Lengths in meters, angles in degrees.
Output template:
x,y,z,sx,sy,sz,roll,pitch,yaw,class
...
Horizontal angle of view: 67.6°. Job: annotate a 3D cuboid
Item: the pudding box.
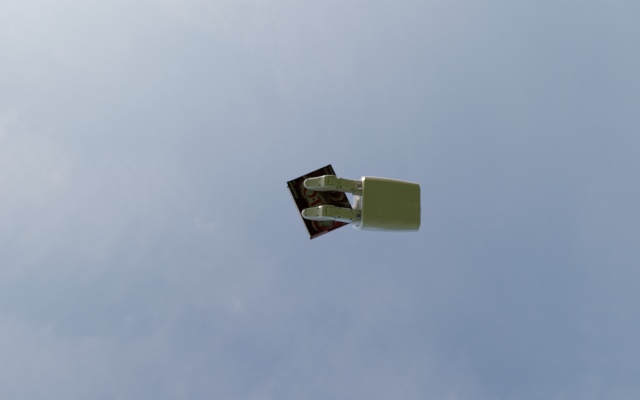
x,y,z,sx,sy,sz,roll,pitch,yaw,class
0.000,0.003,0.866,0.090,0.113,0.039,-23,-16,-10,pudding box
